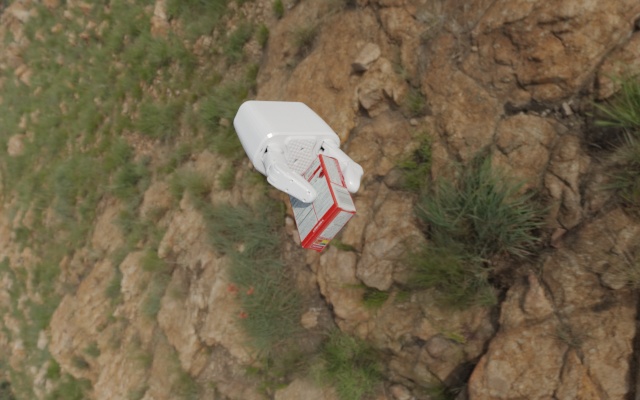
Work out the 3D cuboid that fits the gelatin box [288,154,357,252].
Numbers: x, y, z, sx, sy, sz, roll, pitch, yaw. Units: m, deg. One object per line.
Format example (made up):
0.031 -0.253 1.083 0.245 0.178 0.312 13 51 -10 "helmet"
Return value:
0.000 0.002 0.550 0.030 0.089 0.073 16 -51 -32 "gelatin box"
